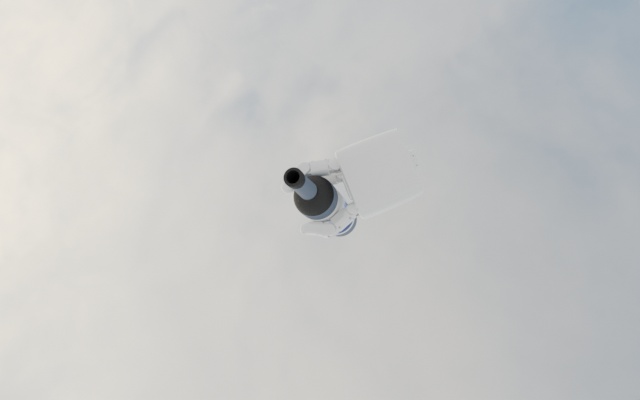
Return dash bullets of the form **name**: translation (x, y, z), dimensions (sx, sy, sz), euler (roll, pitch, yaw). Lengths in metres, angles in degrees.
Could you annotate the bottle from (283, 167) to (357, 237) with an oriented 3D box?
- **bottle**: translation (0.000, 0.003, 0.776), dimensions (0.069, 0.069, 0.296), euler (0, -13, 15)
